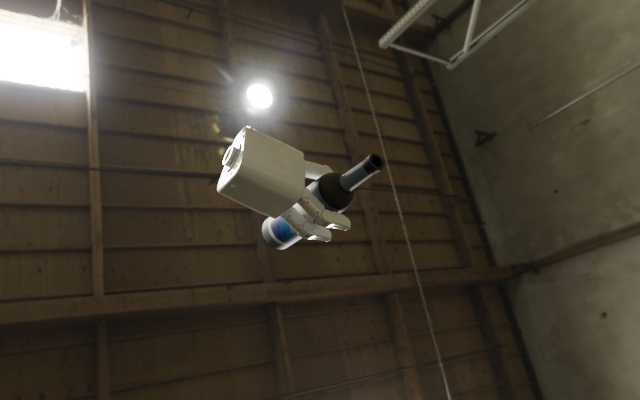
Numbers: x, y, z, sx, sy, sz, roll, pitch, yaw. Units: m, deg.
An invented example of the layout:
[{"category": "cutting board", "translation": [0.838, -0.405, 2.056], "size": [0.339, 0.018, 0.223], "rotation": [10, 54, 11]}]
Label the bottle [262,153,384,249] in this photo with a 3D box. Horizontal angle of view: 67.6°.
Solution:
[{"category": "bottle", "translation": [0.000, 0.003, 0.791], "size": [0.069, 0.069, 0.296], "rotation": [0, -23, -37]}]
